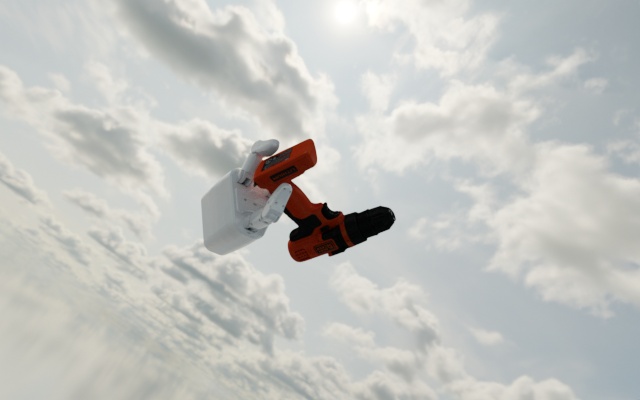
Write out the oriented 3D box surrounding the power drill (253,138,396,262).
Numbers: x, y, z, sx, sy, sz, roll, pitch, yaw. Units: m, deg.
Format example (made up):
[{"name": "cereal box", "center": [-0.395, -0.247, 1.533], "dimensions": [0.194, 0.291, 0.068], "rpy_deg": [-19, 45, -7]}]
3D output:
[{"name": "power drill", "center": [0.000, 0.002, 0.731], "dimensions": [0.184, 0.188, 0.057], "rpy_deg": [-23, 27, 18]}]
